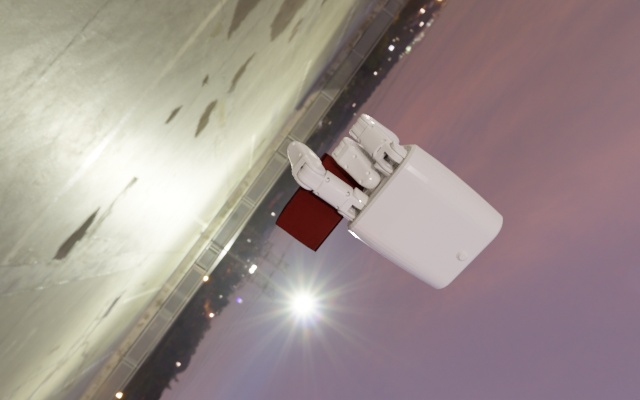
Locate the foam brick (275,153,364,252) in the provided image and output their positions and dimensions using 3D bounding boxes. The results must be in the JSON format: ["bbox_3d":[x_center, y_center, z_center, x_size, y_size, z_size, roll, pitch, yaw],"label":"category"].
[{"bbox_3d":[0.000,0.002,0.478,0.051,0.078,0.053,36,21,-5],"label":"foam brick"}]
